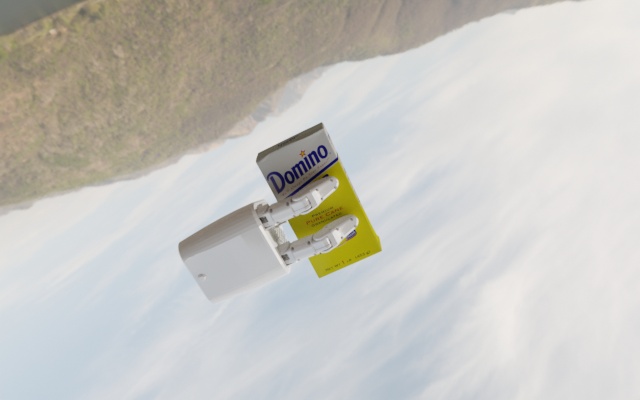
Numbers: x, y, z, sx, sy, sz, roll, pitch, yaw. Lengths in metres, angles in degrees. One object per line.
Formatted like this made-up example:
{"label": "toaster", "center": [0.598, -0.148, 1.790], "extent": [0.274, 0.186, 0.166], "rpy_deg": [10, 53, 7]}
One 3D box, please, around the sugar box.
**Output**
{"label": "sugar box", "center": [0.000, 0.002, 0.599], "extent": [0.093, 0.176, 0.048], "rpy_deg": [-26, 20, 7]}
